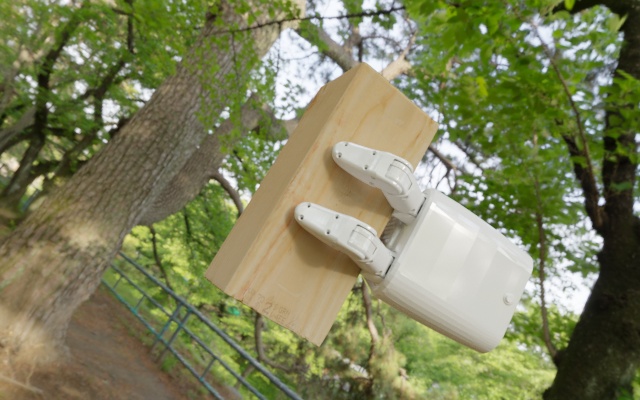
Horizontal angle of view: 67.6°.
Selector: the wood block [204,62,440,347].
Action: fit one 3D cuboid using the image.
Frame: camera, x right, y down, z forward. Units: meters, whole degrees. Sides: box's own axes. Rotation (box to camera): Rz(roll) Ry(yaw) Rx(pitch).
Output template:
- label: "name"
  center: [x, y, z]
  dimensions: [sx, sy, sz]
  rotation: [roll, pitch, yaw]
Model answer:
- label: "wood block"
  center: [0.000, 0.001, 0.405]
  dimensions: [0.090, 0.206, 0.091]
  rotation: [35, -14, -18]
